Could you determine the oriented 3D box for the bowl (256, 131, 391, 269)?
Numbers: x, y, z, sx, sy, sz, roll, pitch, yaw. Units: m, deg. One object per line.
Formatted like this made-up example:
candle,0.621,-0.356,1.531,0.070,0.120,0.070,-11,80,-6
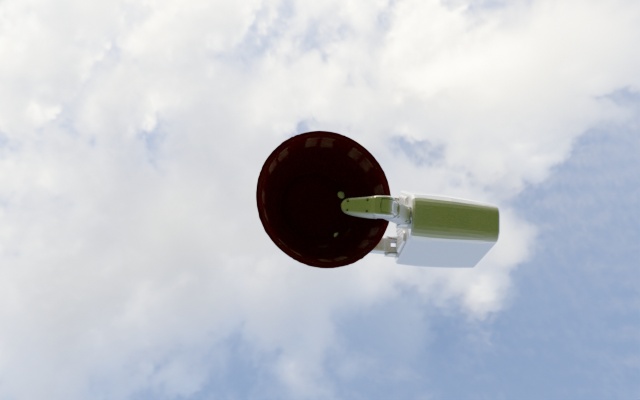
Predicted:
bowl,-0.001,0.001,0.570,0.162,0.162,0.055,0,-12,-15
